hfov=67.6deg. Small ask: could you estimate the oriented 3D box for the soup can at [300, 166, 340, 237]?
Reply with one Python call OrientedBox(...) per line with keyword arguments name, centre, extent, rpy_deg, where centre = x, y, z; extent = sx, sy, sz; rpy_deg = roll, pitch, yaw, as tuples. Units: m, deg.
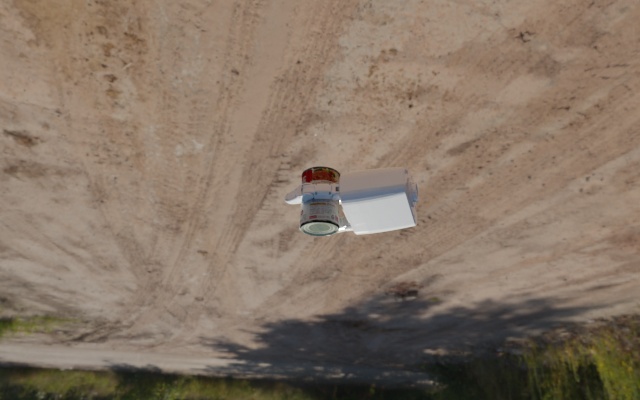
OrientedBox(name="soup can", centre=(0.000, 0.003, 0.812), extent=(0.068, 0.102, 0.068), rpy_deg=(1, -25, 0))
